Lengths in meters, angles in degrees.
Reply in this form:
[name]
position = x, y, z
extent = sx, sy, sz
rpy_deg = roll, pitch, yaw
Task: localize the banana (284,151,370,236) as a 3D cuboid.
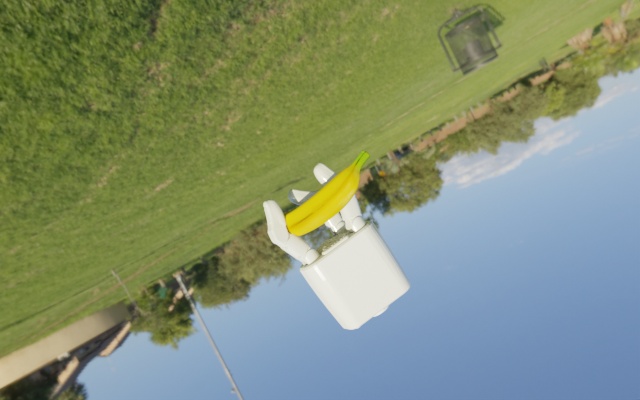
[banana]
position = -0.006, 0.011, 0.616
extent = 0.198, 0.037, 0.069
rpy_deg = -36, 9, 44
